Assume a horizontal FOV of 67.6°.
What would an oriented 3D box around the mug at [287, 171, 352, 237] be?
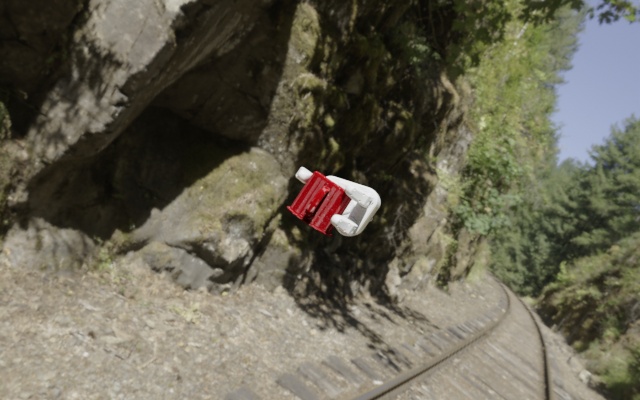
[{"bbox_3d":[0.000,0.002,0.811,0.093,0.081,0.117,34,3,11],"label":"mug"}]
